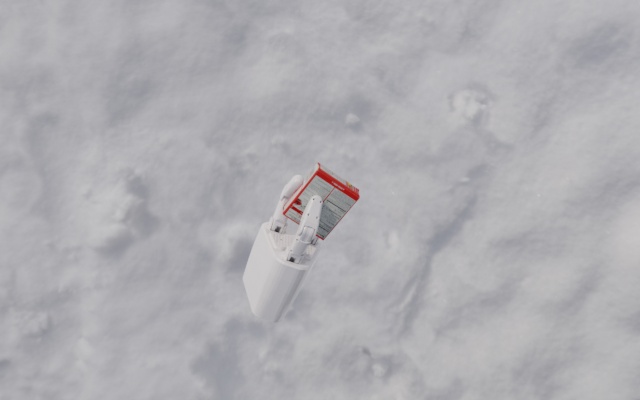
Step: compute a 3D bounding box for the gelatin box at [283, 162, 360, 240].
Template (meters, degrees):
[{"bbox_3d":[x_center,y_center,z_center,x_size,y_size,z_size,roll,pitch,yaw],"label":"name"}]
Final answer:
[{"bbox_3d":[0.000,0.002,0.673,0.073,0.089,0.030,33,23,-16],"label":"gelatin box"}]
